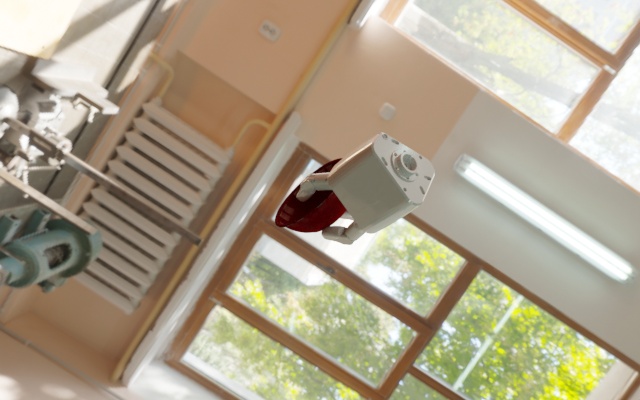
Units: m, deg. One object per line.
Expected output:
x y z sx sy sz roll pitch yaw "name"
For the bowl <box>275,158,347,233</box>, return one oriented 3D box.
0.000 0.003 0.807 0.055 0.162 0.162 48 -21 -20 "bowl"
